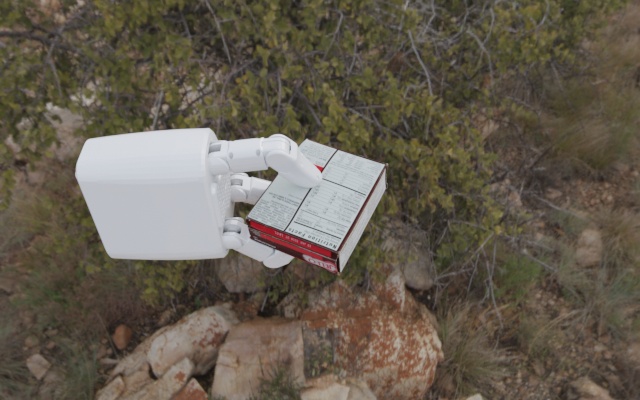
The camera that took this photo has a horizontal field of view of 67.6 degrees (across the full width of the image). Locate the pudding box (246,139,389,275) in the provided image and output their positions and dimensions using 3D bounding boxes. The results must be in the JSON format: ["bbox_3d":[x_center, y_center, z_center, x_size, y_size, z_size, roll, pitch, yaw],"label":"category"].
[{"bbox_3d":[0.000,0.001,0.432,0.090,0.113,0.039,20,-34,18],"label":"pudding box"}]
